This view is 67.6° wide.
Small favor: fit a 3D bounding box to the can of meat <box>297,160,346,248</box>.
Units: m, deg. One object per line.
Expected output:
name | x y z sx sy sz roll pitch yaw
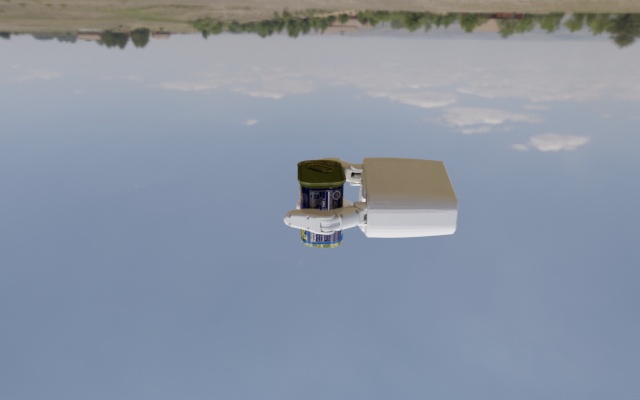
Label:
can of meat | 0.000 0.002 0.601 0.057 0.084 0.102 -1 20 -3
